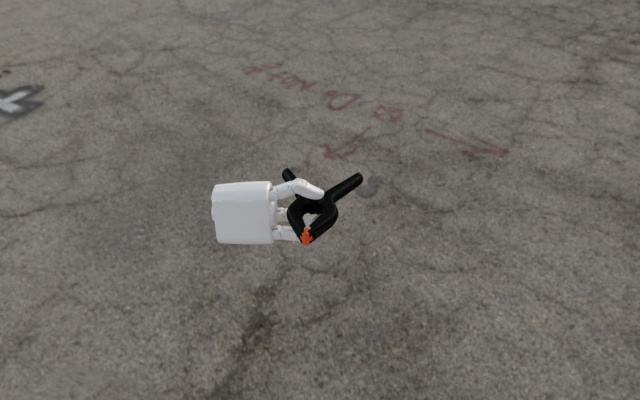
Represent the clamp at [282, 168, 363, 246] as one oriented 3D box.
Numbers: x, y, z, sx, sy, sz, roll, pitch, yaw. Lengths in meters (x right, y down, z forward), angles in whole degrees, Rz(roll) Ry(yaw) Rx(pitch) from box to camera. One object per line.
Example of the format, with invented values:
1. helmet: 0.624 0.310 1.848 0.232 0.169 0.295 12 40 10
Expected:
1. clamp: 0.000 0.003 0.896 0.164 0.036 0.209 -1 38 3
